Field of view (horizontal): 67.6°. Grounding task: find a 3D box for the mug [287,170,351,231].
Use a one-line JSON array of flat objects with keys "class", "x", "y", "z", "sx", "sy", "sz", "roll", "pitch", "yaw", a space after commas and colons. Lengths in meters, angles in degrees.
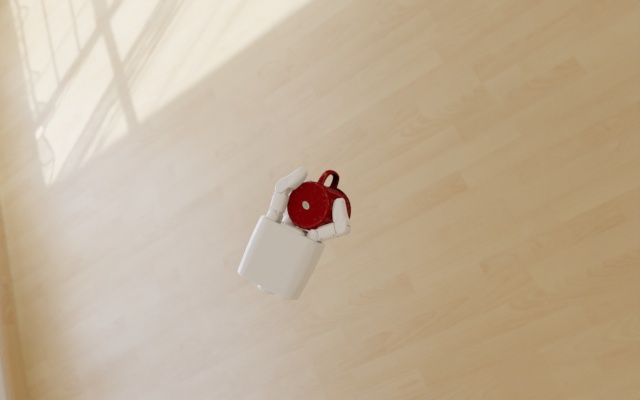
[{"class": "mug", "x": 0.001, "y": 0.001, "z": 0.818, "sx": 0.093, "sy": 0.117, "sz": 0.081, "roll": 26, "pitch": 2, "yaw": 27}]
